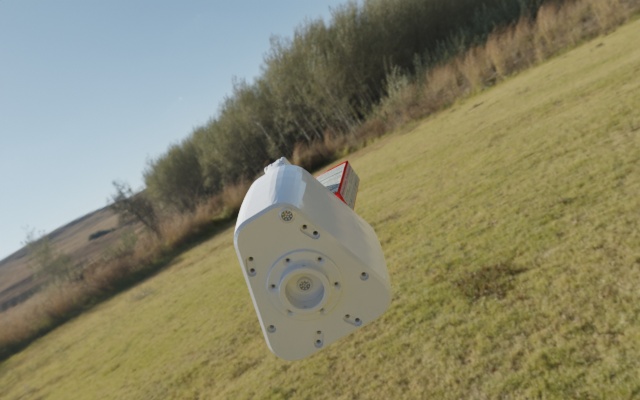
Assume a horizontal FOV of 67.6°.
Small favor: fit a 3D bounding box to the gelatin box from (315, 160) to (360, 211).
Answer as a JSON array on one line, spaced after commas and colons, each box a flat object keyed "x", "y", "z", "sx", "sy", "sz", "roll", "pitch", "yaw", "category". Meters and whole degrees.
[{"x": 0.000, "y": 0.001, "z": 0.487, "sx": 0.073, "sy": 0.030, "sz": 0.089, "roll": -28, "pitch": 19, "yaw": 20, "category": "gelatin box"}]
